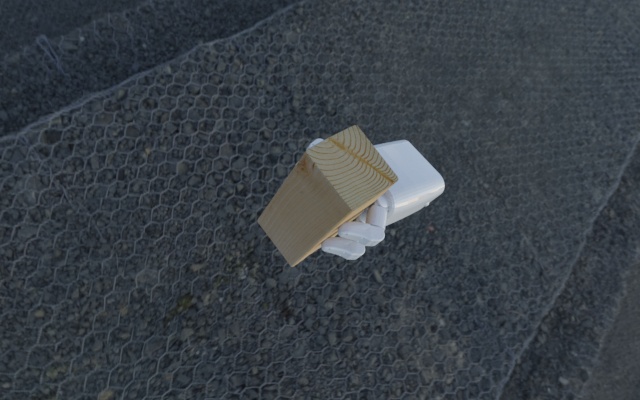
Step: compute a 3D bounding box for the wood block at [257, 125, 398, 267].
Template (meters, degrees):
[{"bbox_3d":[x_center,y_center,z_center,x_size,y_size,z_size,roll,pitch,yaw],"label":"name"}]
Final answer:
[{"bbox_3d":[0.000,0.002,0.646,0.090,0.091,0.206,-32,-9,-34],"label":"wood block"}]
